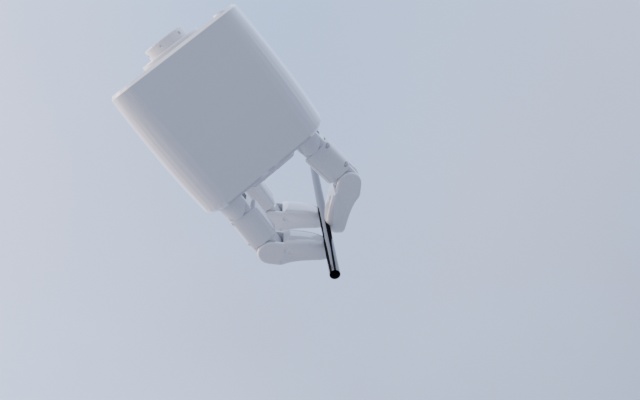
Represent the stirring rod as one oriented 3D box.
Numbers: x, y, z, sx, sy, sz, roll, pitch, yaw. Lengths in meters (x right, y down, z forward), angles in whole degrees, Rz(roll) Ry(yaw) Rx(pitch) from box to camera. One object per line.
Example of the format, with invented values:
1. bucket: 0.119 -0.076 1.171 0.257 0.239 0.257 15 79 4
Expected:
1. stirring rod: 0.000 0.001 0.450 0.011 0.011 0.239 0 25 -5
